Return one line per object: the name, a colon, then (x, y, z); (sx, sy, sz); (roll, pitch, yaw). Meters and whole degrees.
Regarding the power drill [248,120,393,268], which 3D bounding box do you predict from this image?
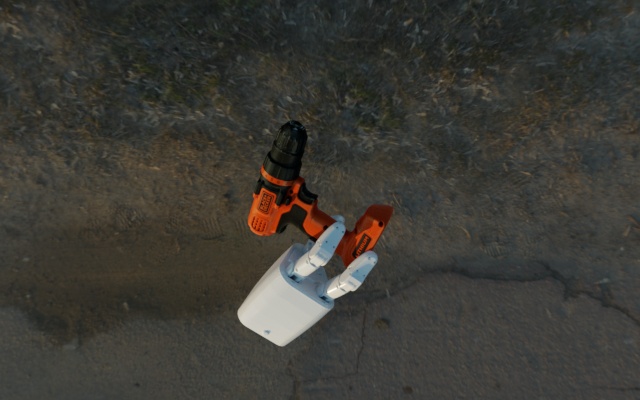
power drill: (0.000, 0.003, 0.655); (0.187, 0.184, 0.057); (28, 35, 8)
